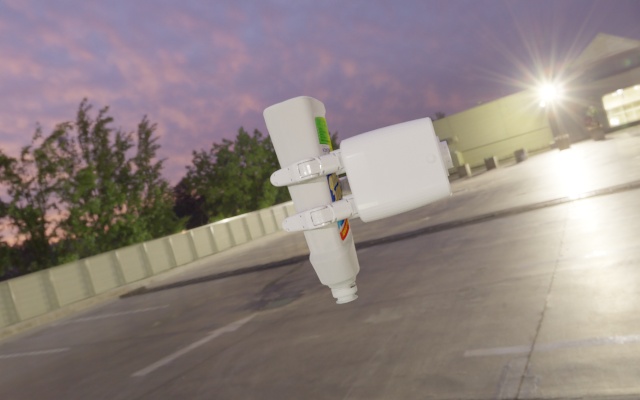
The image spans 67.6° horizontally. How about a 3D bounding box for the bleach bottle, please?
[{"bbox_3d":[0.000,0.002,0.599,0.068,0.251,0.102,-16,1,14],"label":"bleach bottle"}]
